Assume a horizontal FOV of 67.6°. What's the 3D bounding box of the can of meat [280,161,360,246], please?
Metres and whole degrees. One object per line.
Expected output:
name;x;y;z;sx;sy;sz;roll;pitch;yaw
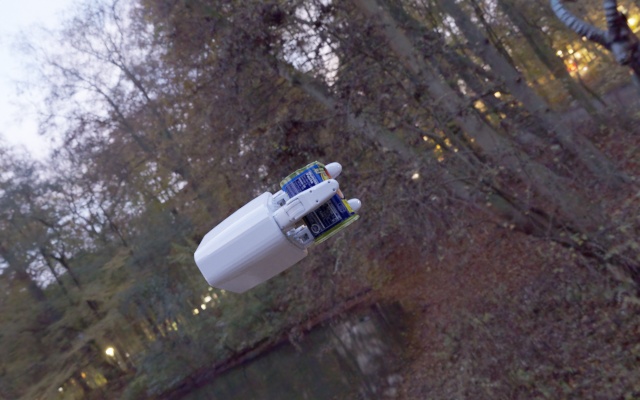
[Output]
can of meat;0.000;0.002;0.581;0.057;0.084;0.102;-33;-4;6
